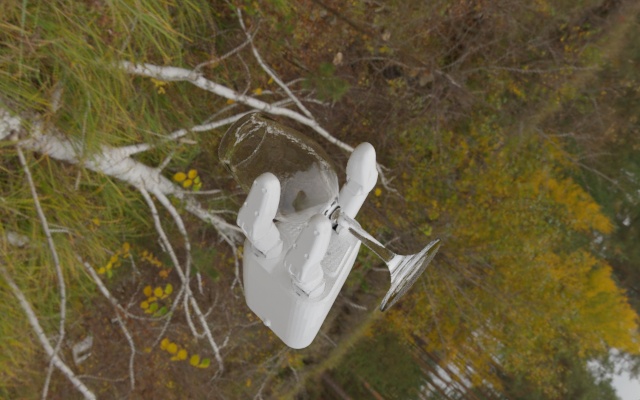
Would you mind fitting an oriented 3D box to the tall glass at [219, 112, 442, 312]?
[{"bbox_3d":[0.001,0.002,0.412,0.201,0.079,0.079,39,16,21],"label":"tall glass"}]
